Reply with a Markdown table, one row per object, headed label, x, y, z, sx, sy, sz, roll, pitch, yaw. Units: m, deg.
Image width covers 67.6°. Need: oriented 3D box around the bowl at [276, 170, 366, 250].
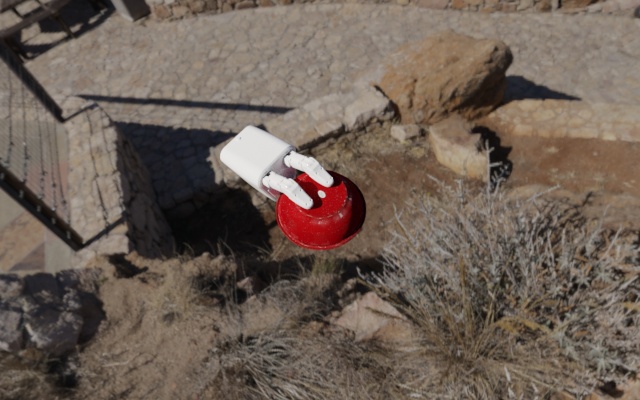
| label | x | y | z | sx | sy | sz | roll | pitch | yaw |
| --- | --- | --- | --- | --- | --- | --- | --- | --- | --- |
| bowl | 0.001 | 0.003 | 0.830 | 0.162 | 0.162 | 0.055 | 0 | -29 | 2 |
